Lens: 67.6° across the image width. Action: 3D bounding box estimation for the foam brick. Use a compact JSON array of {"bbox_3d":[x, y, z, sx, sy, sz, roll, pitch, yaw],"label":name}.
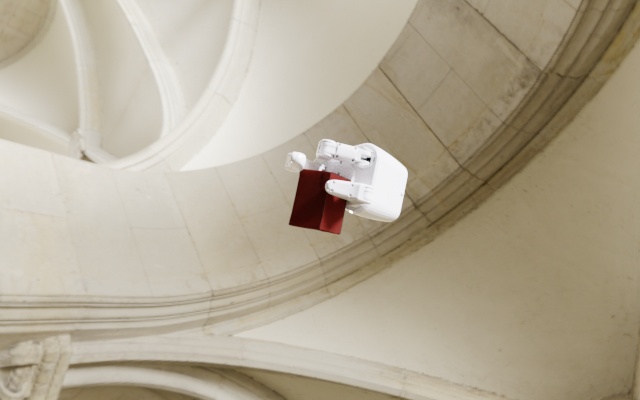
[{"bbox_3d":[0.000,0.002,0.632,0.053,0.078,0.051,9,-6,35],"label":"foam brick"}]
